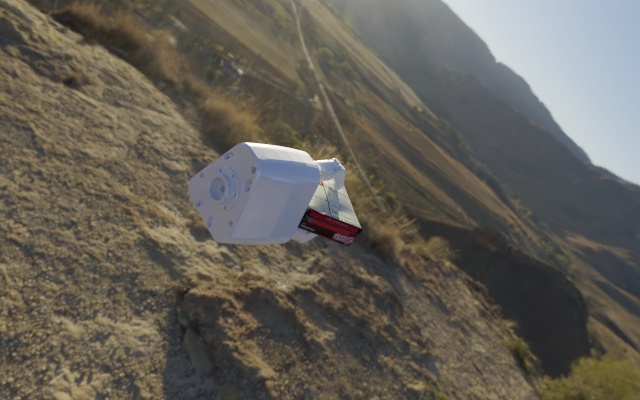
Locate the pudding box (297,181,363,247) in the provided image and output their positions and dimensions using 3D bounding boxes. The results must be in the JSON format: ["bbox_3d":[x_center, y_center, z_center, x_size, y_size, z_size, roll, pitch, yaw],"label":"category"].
[{"bbox_3d":[0.000,0.002,0.647,0.090,0.039,0.113,24,31,-30],"label":"pudding box"}]
